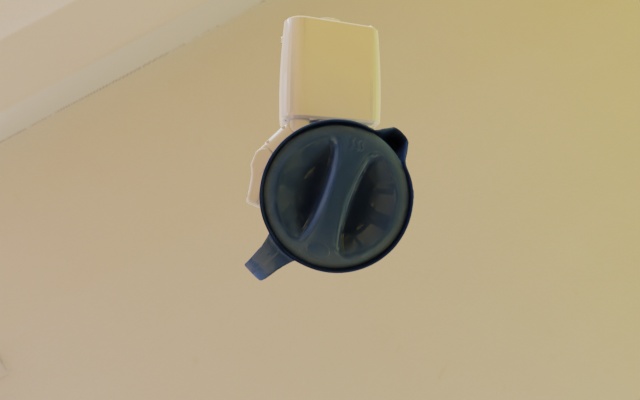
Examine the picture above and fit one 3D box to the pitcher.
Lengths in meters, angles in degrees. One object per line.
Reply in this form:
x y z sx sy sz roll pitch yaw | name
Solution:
0.000 0.002 0.522 0.149 0.145 0.243 0 0 -3 | pitcher
